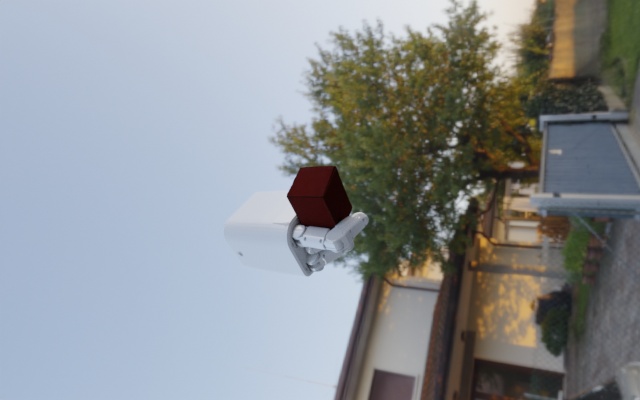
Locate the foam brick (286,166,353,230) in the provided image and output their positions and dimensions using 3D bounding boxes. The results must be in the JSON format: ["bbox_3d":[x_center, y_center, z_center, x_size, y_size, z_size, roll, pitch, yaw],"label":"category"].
[{"bbox_3d":[0.000,0.002,0.599,0.051,0.053,0.078,3,-42,26],"label":"foam brick"}]
